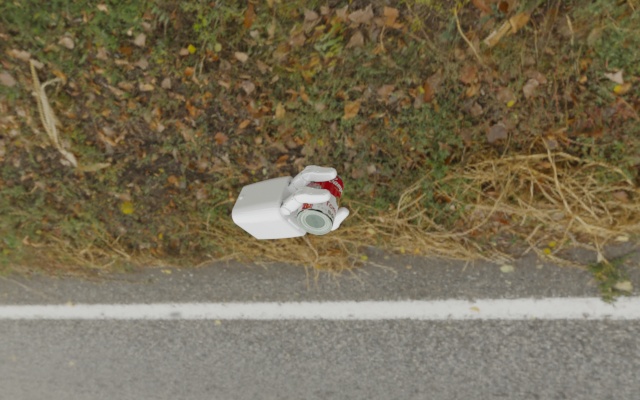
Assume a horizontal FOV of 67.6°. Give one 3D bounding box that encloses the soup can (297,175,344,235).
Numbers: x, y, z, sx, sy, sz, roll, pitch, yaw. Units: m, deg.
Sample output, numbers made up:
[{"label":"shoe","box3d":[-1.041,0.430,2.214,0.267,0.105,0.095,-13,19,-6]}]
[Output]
[{"label":"soup can","box3d":[0.001,0.003,0.868,0.068,0.102,0.069,9,-42,9]}]
